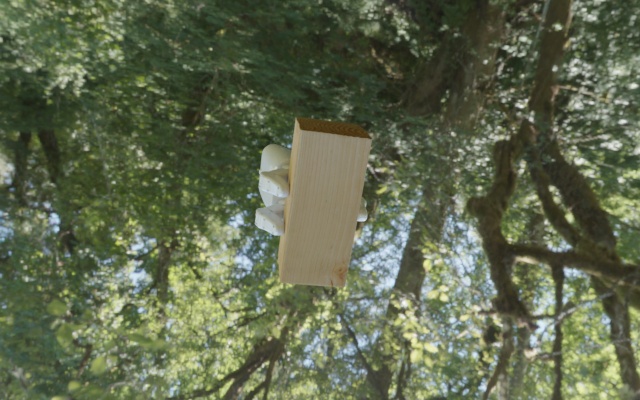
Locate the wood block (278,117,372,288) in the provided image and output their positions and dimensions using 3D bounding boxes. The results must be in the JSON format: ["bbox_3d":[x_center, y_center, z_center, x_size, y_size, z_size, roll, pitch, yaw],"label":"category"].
[{"bbox_3d":[0.000,0.002,0.642,0.091,0.206,0.090,5,19,-9],"label":"wood block"}]
